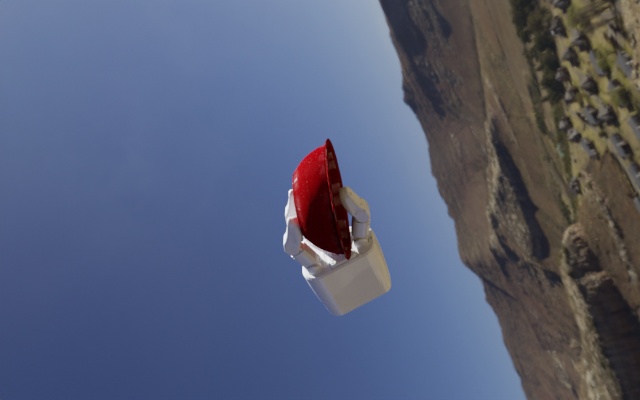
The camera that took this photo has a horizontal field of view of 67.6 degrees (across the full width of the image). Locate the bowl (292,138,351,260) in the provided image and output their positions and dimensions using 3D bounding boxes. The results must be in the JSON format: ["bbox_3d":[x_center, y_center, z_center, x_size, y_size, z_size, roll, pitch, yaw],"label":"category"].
[{"bbox_3d":[-0.001,0.001,0.633,0.055,0.162,0.162,-9,-1,8],"label":"bowl"}]
